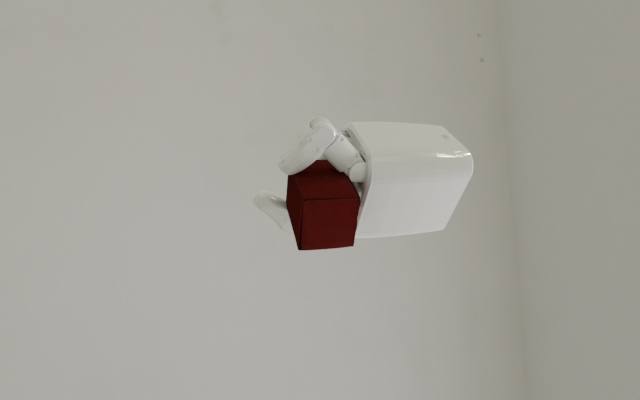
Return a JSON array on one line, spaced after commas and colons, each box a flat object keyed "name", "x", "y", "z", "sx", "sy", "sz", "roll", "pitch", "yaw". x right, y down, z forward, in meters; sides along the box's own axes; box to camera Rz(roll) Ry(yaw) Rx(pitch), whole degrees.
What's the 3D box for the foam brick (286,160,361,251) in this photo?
[{"name": "foam brick", "x": 0.000, "y": 0.002, "z": 0.436, "sx": 0.051, "sy": 0.053, "sz": 0.078, "roll": -1, "pitch": 31, "yaw": -13}]
